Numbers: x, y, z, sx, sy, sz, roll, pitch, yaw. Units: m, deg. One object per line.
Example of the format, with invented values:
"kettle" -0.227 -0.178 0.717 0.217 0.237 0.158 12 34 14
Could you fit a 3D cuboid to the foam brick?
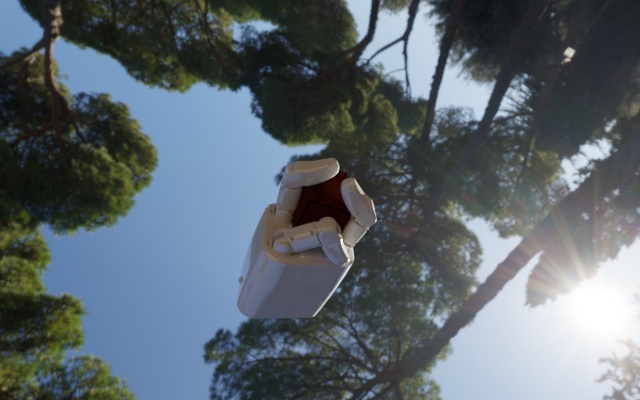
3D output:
"foam brick" 0.000 0.002 0.544 0.053 0.051 0.078 18 35 -15
